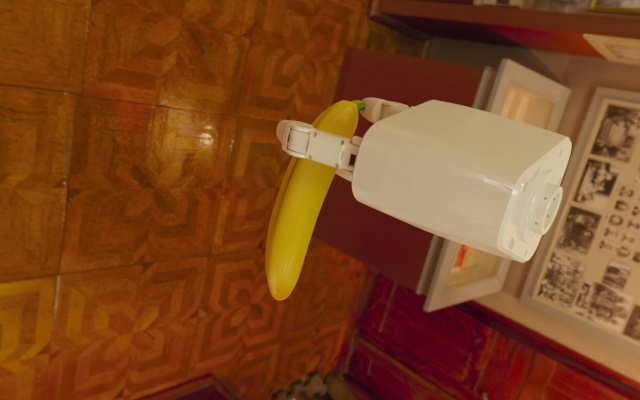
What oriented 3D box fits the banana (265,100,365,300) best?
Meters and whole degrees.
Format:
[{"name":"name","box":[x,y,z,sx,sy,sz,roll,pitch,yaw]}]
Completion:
[{"name":"banana","box":[-0.007,-0.007,0.408,0.037,0.198,0.070,22,-4,32]}]
